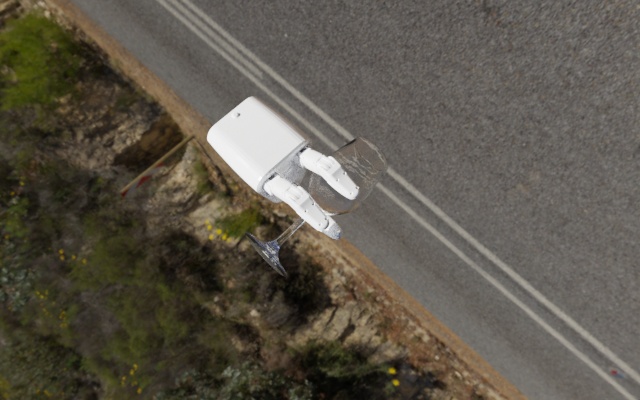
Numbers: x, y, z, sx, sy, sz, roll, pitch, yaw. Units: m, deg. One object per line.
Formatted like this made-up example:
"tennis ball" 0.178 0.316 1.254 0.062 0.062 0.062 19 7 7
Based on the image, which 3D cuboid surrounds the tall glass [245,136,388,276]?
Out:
"tall glass" 0.000 0.003 0.623 0.201 0.079 0.079 -43 14 -16
